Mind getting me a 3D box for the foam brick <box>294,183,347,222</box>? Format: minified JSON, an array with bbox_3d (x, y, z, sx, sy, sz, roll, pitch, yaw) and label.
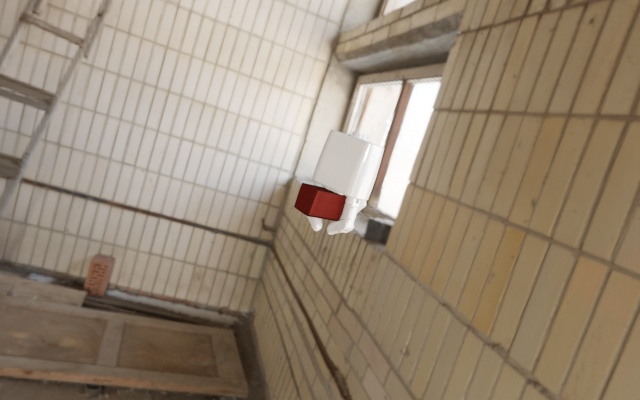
[{"bbox_3d":[0.000,0.003,0.893,0.078,0.051,0.053,11,12,-40],"label":"foam brick"}]
